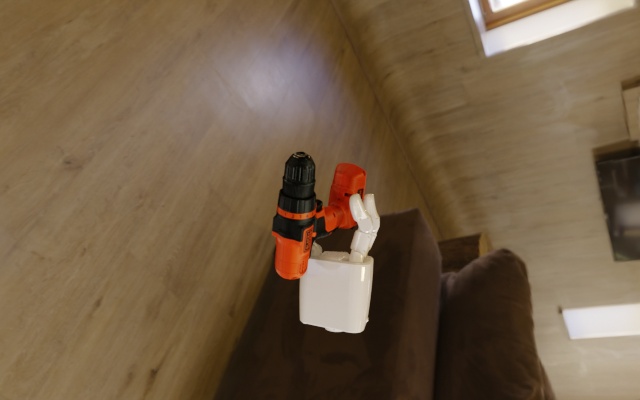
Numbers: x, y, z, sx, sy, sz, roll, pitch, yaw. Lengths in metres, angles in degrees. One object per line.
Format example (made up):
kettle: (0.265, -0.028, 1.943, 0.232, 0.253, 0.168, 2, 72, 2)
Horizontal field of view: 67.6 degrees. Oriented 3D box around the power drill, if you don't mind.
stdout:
power drill: (0.000, 0.002, 0.700, 0.057, 0.184, 0.187, 22, 28, 26)
